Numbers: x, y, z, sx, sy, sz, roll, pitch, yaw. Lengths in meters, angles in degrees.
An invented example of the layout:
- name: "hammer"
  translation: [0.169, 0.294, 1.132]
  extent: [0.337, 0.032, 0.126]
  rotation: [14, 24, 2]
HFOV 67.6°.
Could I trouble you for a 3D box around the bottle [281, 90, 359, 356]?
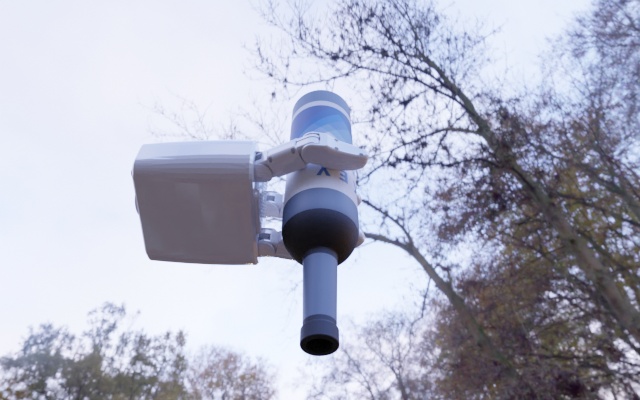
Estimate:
- name: "bottle"
  translation: [0.000, 0.001, 0.435]
  extent: [0.069, 0.069, 0.295]
  rotation: [0, 42, 0]
